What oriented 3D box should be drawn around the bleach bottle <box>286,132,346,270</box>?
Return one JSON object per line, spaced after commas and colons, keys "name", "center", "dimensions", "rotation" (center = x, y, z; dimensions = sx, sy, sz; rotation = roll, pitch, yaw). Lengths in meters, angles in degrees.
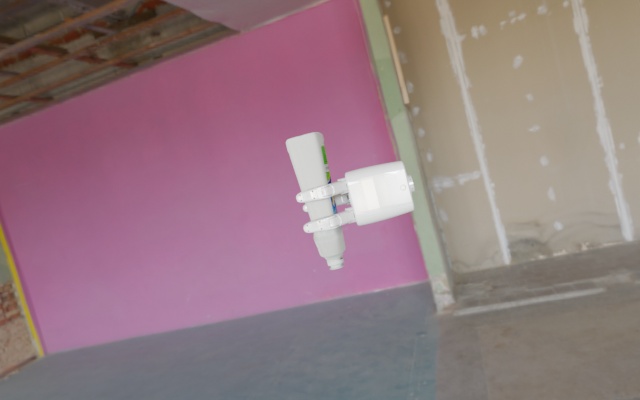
{"name": "bleach bottle", "center": [0.000, 0.003, 0.889], "dimensions": [0.068, 0.251, 0.102], "rotation": [-14, 4, 7]}
